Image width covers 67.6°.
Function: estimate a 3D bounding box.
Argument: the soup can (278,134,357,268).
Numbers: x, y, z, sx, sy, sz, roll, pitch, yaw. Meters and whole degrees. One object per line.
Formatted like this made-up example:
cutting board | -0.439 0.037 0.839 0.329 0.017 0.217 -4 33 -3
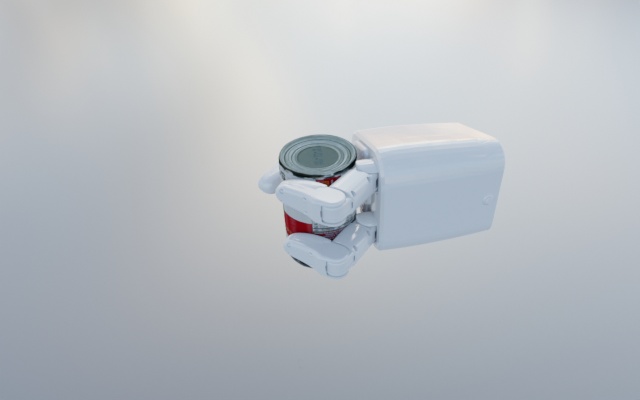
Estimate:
soup can | 0.000 0.001 0.425 0.068 0.102 0.068 -2 37 1
